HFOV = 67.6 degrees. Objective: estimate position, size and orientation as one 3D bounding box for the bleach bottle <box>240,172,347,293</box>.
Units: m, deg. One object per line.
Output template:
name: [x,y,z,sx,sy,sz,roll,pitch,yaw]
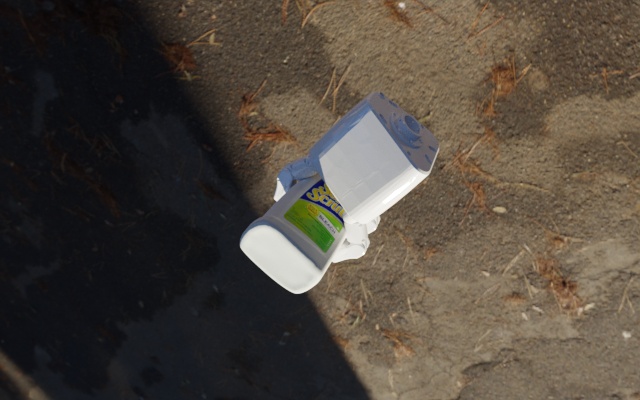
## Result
bleach bottle: [0.000,0.002,0.621,0.068,0.102,0.250,-41,9,38]
